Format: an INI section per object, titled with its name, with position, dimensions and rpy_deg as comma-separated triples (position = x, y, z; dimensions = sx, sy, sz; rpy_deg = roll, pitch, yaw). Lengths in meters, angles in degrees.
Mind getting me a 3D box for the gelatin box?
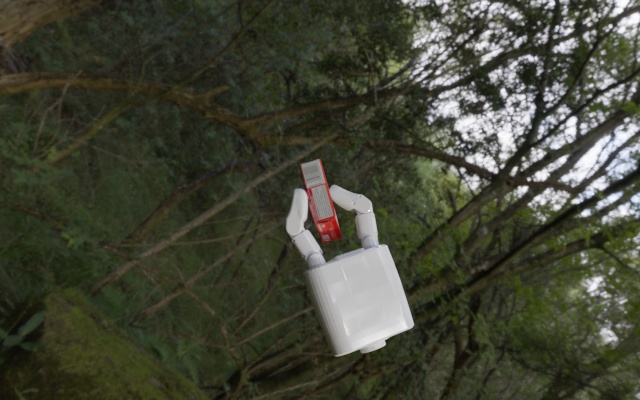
[gelatin box]
position = 0.000, 0.002, 0.626
dimensions = 0.030, 0.089, 0.073
rpy_deg = -15, -25, 1
